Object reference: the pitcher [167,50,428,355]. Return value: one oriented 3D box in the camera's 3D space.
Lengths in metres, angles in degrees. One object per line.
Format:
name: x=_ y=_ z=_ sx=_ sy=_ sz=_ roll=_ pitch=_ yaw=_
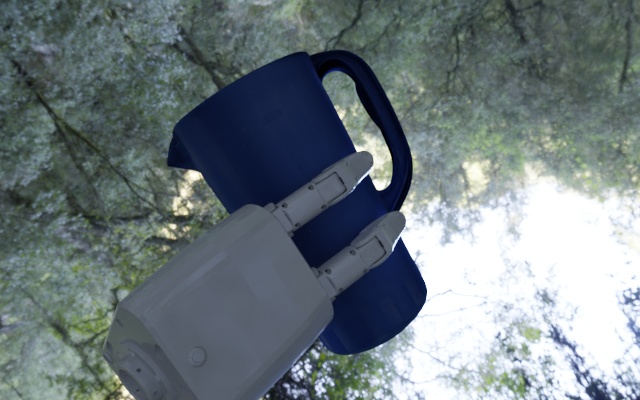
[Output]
pitcher: x=0.000 y=0.001 z=0.417 sx=0.149 sy=0.243 sz=0.145 roll=-24 pitch=11 yaw=44
